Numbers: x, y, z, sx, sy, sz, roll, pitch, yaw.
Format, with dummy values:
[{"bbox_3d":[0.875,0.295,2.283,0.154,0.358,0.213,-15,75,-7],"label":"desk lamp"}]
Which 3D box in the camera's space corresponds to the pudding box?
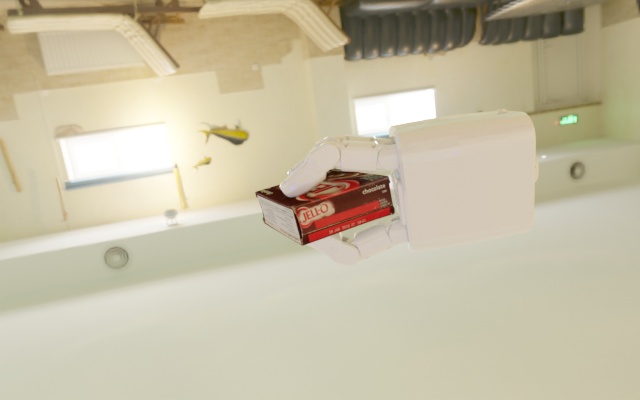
[{"bbox_3d":[0.000,0.002,0.435,0.090,0.039,0.113,-17,11,-21],"label":"pudding box"}]
